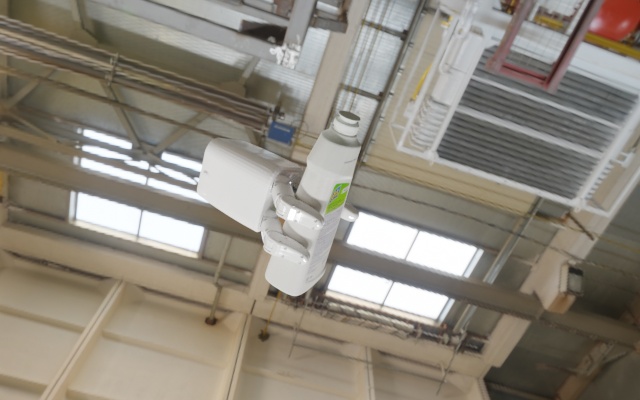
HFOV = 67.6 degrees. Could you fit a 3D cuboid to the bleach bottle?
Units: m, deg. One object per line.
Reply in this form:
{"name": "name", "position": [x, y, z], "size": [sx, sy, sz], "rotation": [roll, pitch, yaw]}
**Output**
{"name": "bleach bottle", "position": [0.000, 0.002, 0.627], "size": [0.068, 0.251, 0.102], "rotation": [28, 28, 15]}
